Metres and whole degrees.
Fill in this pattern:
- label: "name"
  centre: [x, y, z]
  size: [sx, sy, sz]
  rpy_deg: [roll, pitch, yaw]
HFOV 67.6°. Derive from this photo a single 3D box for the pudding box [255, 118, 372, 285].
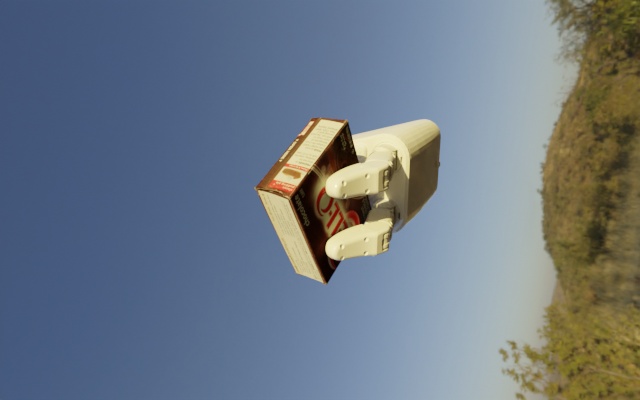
- label: "pudding box"
  centre: [0.000, 0.001, 0.401]
  size: [0.039, 0.090, 0.114]
  rpy_deg: [12, -38, 32]
